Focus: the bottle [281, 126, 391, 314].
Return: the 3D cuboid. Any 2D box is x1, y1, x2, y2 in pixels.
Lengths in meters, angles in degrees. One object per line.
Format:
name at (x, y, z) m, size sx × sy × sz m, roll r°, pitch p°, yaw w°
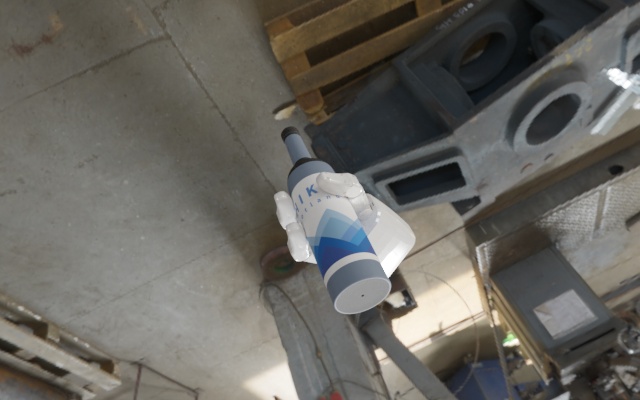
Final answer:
bottle at (0.000, 0.002, 0.609) m, size 0.069 × 0.069 × 0.295 m, roll 0°, pitch 43°, yaw -25°
